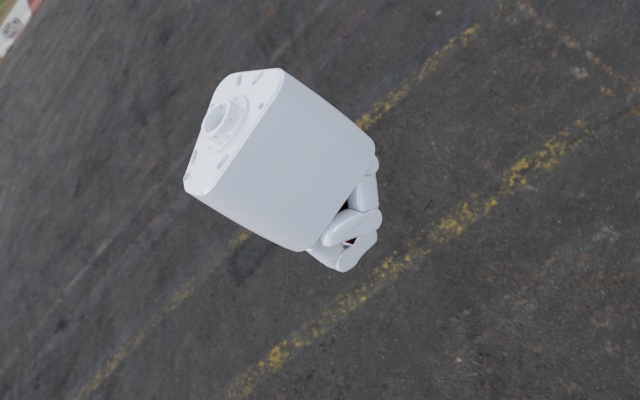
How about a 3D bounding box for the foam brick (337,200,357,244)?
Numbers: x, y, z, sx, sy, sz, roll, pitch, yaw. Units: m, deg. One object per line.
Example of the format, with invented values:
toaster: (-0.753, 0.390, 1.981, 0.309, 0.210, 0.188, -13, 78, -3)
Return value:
foam brick: (0.000, 0.002, 0.449, 0.051, 0.053, 0.078, 32, -13, -39)
